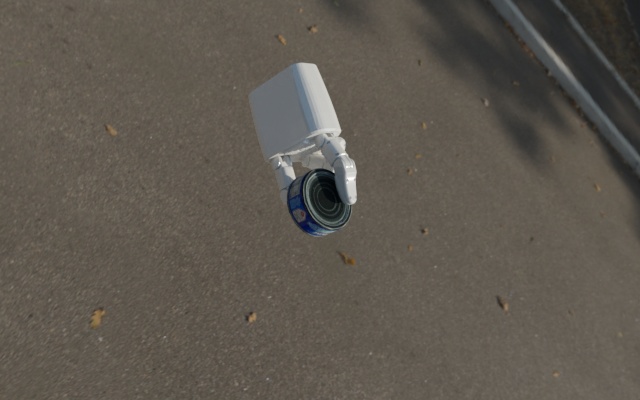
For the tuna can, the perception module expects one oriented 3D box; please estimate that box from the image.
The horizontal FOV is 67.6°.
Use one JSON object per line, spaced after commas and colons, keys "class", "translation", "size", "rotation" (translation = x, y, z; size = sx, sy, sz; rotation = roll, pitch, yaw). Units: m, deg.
{"class": "tuna can", "translation": [0.000, 0.002, 0.622], "size": [0.086, 0.086, 0.034], "rotation": [0, -17, -42]}
